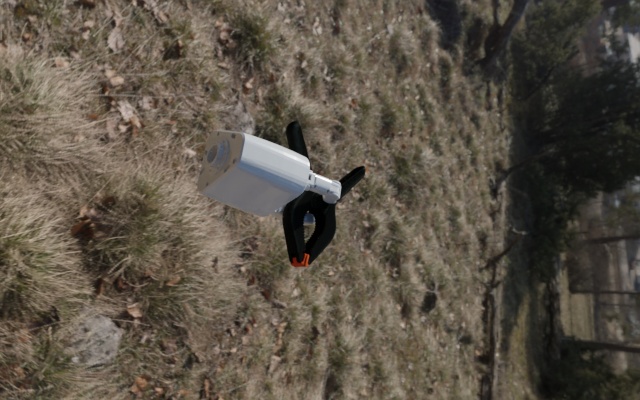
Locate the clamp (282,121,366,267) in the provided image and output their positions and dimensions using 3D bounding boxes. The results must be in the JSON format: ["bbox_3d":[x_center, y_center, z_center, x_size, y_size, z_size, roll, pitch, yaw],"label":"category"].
[{"bbox_3d":[0.000,0.003,0.731,0.164,0.210,0.036,21,-20,-36],"label":"clamp"}]
